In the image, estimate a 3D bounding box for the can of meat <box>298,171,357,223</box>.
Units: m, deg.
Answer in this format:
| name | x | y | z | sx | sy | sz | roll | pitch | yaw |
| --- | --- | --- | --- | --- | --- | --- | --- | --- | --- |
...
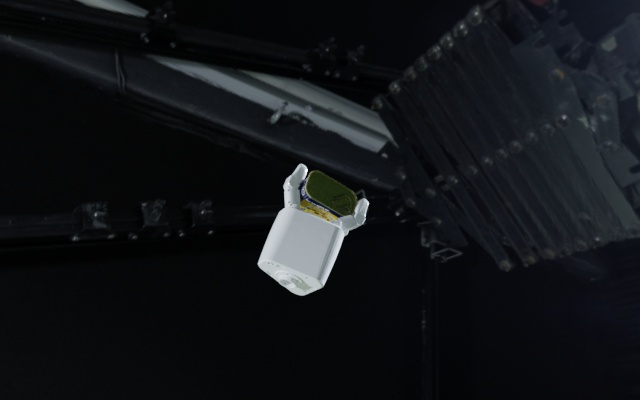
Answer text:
| name | x | y | z | sx | sy | sz | roll | pitch | yaw |
| --- | --- | --- | --- | --- | --- | --- | --- | --- | --- |
| can of meat | 0.000 | 0.003 | 0.865 | 0.102 | 0.057 | 0.084 | 29 | -34 | -17 |
